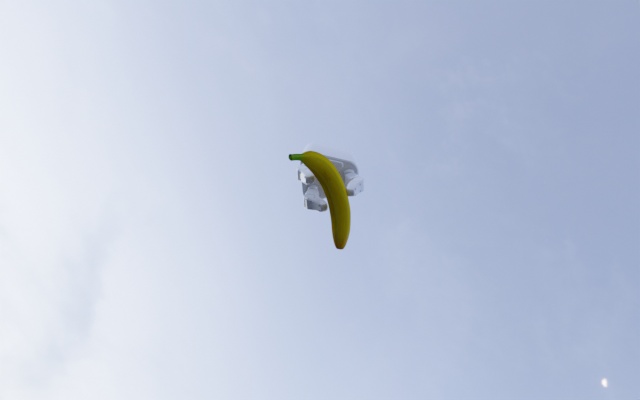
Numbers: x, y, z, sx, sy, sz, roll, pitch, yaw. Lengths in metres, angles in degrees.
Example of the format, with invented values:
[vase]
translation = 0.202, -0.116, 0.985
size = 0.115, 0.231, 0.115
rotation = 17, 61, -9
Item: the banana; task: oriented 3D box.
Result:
[banana]
translation = 0.014, -0.010, 0.815
size = 0.069, 0.198, 0.037
rotation = -34, 22, -15
